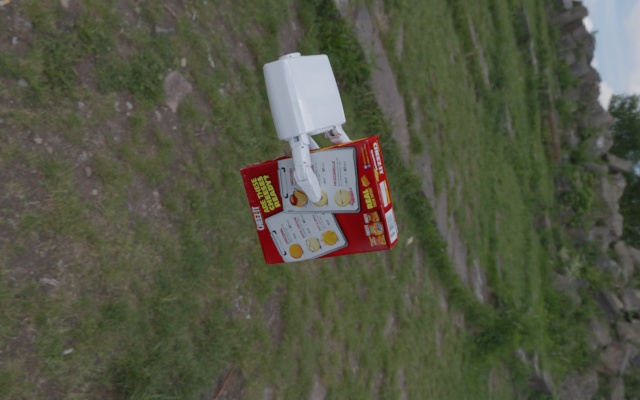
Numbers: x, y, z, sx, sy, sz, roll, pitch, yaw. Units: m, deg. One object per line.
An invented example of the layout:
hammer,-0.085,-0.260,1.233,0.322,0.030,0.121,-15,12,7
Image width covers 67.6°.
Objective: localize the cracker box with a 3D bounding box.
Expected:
cracker box,0.000,0.002,0.742,0.214,0.164,0.072,-10,9,24
